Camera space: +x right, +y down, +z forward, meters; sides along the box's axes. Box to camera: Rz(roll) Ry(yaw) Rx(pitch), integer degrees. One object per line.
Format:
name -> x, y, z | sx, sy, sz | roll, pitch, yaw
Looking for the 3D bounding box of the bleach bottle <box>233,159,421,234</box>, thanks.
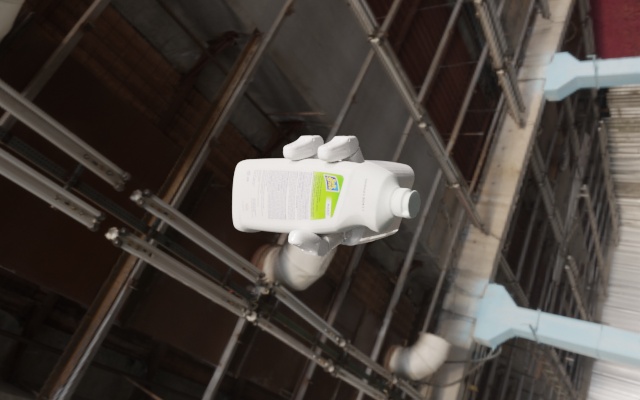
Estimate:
bleach bottle -> 0.000, 0.002, 0.575 | 0.251, 0.102, 0.068 | 6, 7, 39
